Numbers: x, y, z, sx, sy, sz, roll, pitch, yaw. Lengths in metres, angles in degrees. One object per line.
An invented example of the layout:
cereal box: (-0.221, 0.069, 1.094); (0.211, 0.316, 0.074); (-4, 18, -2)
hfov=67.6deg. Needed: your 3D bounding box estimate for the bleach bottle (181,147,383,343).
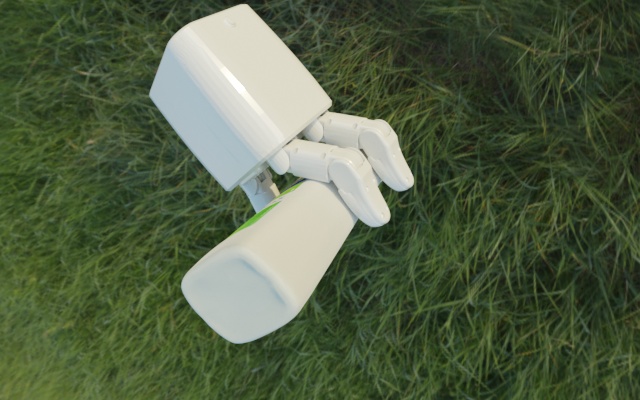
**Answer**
bleach bottle: (0.000, 0.001, 0.403); (0.102, 0.068, 0.250); (-35, 9, 42)
